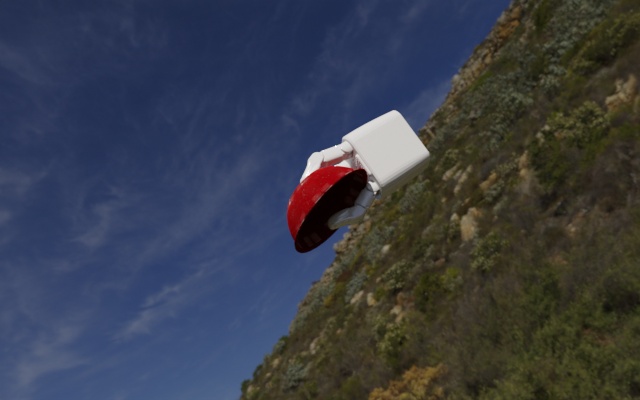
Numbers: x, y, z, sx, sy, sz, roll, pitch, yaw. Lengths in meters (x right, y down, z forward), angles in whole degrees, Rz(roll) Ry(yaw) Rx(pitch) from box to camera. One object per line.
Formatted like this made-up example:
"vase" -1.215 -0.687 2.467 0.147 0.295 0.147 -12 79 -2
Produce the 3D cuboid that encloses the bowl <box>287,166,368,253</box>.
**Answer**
"bowl" -0.001 0.003 0.735 0.055 0.162 0.162 39 16 20
